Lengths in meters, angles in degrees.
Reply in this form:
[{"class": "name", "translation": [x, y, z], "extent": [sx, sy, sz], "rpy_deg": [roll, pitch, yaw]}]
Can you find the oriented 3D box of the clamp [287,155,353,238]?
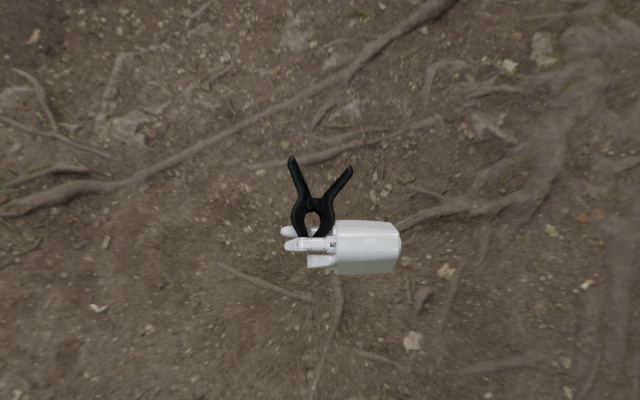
[{"class": "clamp", "translation": [0.000, 0.003, 0.855], "extent": [0.120, 0.171, 0.039], "rpy_deg": [0, -10, 0]}]
